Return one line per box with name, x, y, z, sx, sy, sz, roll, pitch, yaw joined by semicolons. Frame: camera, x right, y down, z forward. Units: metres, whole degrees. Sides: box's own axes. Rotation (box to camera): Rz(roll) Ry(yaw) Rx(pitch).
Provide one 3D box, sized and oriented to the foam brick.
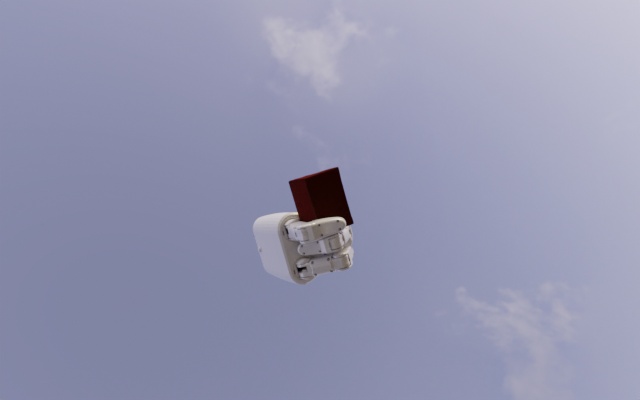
foam brick;0.000;0.002;0.620;0.053;0.078;0.051;-18;7;-27
